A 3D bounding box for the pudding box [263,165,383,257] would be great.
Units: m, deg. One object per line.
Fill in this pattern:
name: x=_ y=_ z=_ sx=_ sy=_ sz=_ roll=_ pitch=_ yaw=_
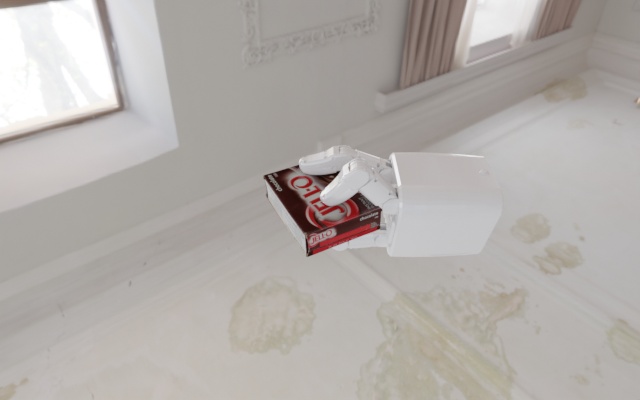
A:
pudding box: x=0.000 y=0.002 z=0.522 sx=0.090 sy=0.039 sz=0.113 roll=-18 pitch=41 yaw=-21
